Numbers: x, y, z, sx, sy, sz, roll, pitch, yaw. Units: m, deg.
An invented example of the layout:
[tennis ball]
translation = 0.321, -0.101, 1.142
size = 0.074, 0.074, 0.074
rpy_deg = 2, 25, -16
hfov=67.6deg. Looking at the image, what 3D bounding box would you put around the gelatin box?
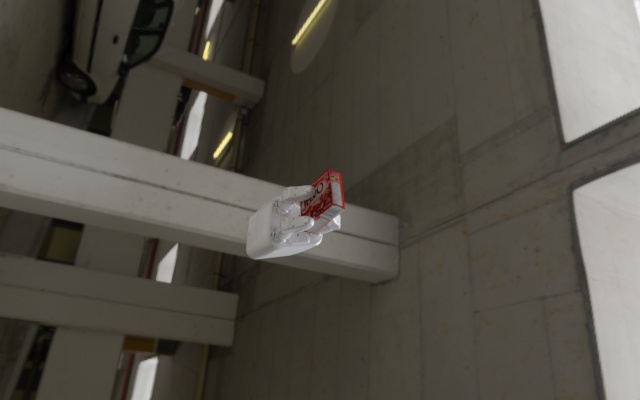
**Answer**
[gelatin box]
translation = 0.001, 0.003, 0.787
size = 0.030, 0.073, 0.089
rpy_deg = 19, -42, -31
